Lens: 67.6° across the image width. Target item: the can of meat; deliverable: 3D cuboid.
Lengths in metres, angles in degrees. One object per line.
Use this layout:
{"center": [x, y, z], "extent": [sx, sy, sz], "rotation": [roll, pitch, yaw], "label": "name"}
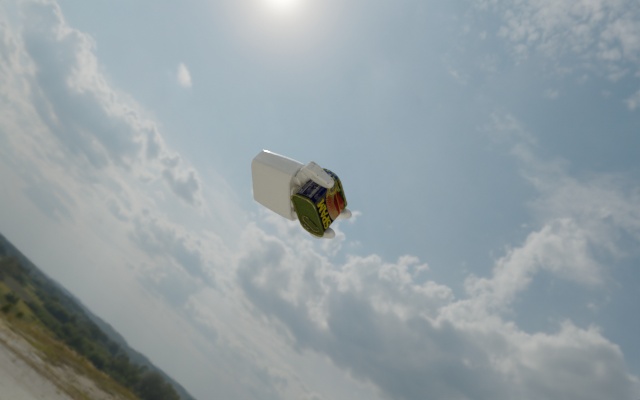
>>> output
{"center": [0.000, 0.003, 0.888], "extent": [0.057, 0.102, 0.084], "rotation": [21, 56, 34], "label": "can of meat"}
